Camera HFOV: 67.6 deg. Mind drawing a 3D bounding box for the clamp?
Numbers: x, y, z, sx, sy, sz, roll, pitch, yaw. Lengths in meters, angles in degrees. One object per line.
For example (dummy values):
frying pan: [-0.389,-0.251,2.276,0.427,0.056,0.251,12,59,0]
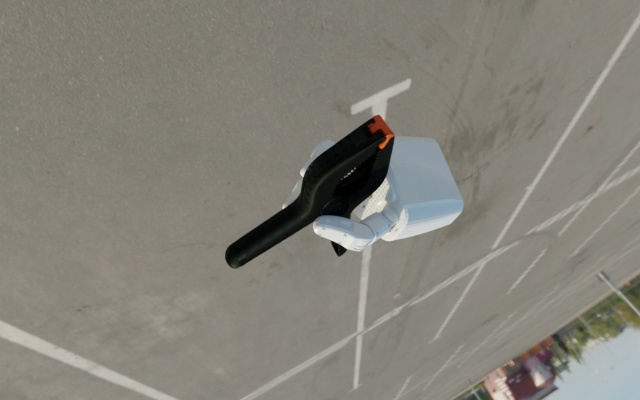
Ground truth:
clamp: [0.001,0.002,0.486,0.164,0.036,0.210,-7,-37,-36]
